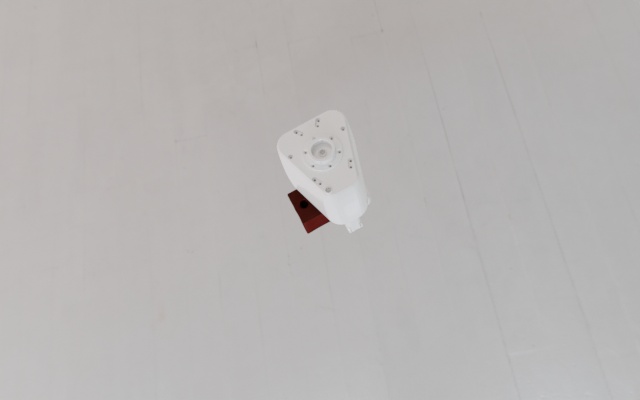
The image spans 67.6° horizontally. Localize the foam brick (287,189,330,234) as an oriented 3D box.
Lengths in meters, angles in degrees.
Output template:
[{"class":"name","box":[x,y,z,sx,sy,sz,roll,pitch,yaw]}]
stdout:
[{"class":"foam brick","box":[0.000,0.003,0.689,0.078,0.053,0.051,-29,-21,-1]}]
